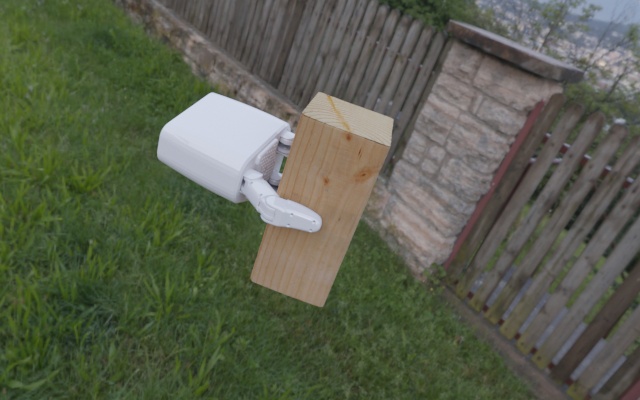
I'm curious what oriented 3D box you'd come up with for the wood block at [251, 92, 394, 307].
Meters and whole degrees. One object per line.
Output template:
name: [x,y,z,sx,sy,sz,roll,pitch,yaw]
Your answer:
wood block: [0.000,0.002,0.526,0.090,0.206,0.090,20,28,1]
